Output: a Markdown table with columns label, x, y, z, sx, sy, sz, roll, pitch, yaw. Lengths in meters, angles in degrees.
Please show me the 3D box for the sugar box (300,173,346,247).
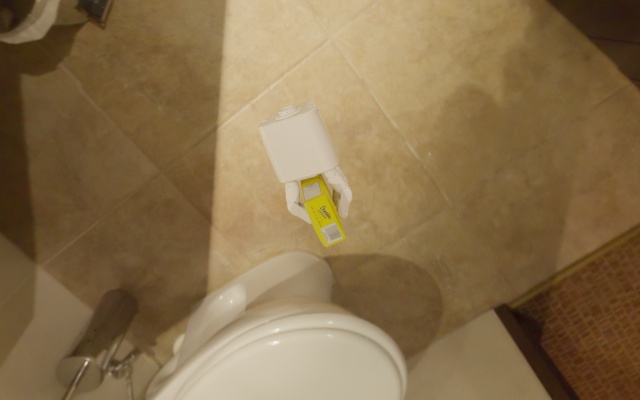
| label | x | y | z | sx | sy | sz | roll | pitch | yaw |
| --- | --- | --- | --- | --- | --- | --- | --- | --- | --- |
| sugar box | 0.001 | 0.003 | 0.866 | 0.048 | 0.093 | 0.176 | -22 | 23 | 6 |
